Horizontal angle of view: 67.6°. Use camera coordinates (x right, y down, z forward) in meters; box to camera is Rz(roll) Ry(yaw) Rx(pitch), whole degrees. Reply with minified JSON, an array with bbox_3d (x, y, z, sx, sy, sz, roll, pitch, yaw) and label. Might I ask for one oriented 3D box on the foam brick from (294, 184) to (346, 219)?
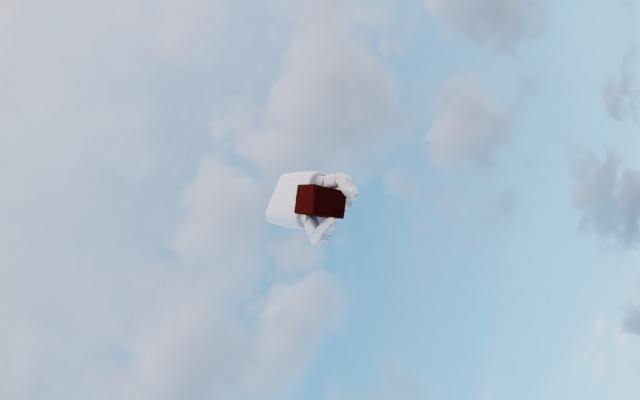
[{"bbox_3d":[0.000,0.003,0.838,0.078,0.053,0.051,11,-6,-42],"label":"foam brick"}]
